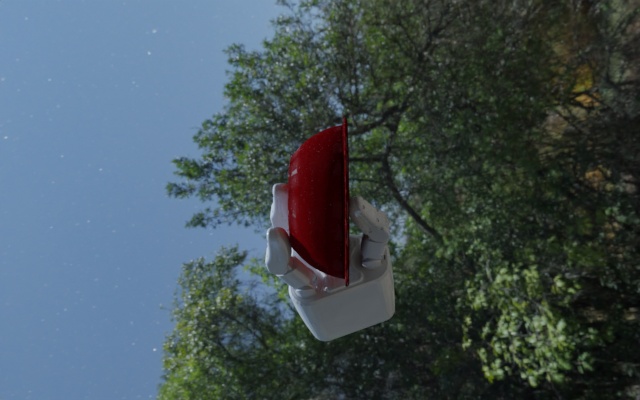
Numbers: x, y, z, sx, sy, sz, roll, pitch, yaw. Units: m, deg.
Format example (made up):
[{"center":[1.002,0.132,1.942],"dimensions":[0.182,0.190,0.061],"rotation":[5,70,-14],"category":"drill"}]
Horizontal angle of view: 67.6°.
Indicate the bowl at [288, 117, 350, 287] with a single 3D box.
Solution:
[{"center":[0.000,0.000,0.461],"dimensions":[0.055,0.162,0.162],"rotation":[0,0,2],"category":"bowl"}]
